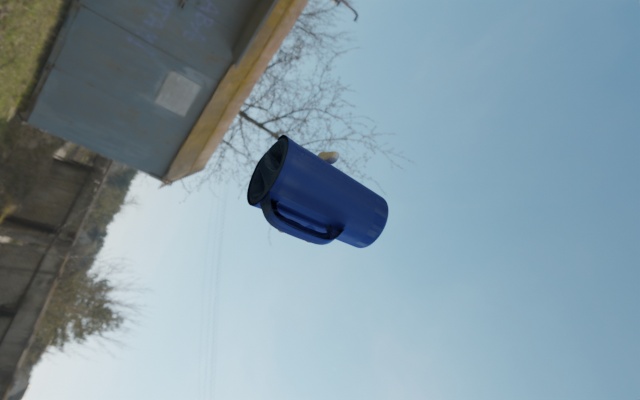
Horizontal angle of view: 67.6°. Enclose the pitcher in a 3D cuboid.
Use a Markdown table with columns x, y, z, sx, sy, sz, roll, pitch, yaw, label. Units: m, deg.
| x | y | z | sx | sy | sz | roll | pitch | yaw | label |
| --- | --- | --- | --- | --- | --- | --- | --- | --- | --- |
| 0.000 | 0.003 | 0.850 | 0.243 | 0.149 | 0.145 | 27 | -4 | -25 | pitcher |
